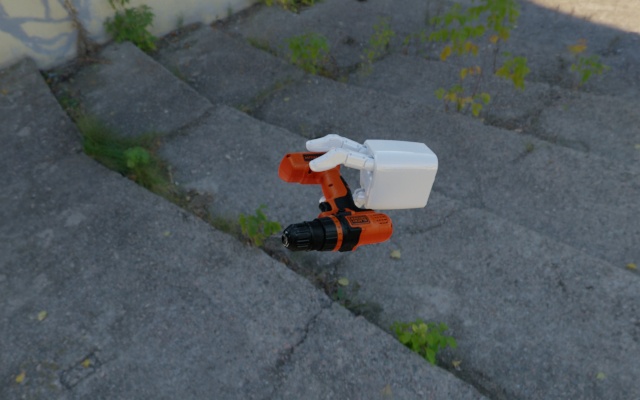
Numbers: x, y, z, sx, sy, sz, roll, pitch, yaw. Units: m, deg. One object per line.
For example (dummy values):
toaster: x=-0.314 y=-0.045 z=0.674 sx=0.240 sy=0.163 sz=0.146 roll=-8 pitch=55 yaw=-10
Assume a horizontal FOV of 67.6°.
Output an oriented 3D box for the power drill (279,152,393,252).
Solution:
power drill: x=0.000 y=0.002 z=0.753 sx=0.184 sy=0.057 sz=0.187 roll=-3 pitch=46 yaw=-31
